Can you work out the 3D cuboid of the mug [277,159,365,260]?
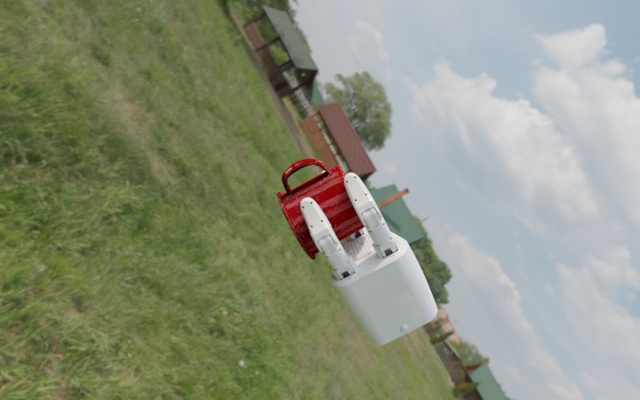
[{"bbox_3d":[0.000,0.001,0.565,0.081,0.117,0.093,-28,24,3],"label":"mug"}]
